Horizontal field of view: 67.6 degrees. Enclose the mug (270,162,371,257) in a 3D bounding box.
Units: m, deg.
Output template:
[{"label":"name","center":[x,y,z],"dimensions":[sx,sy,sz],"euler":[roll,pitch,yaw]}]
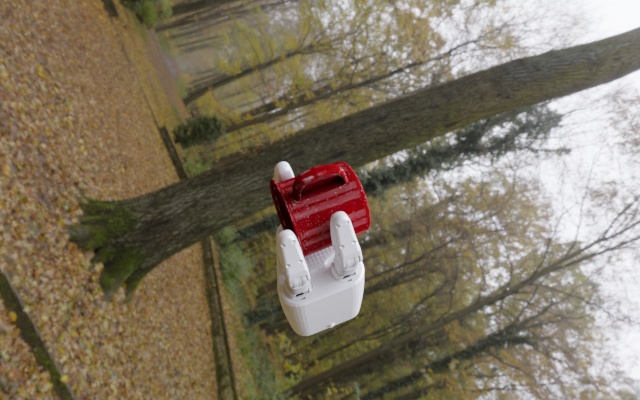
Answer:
[{"label":"mug","center":[0.000,0.001,0.495],"dimensions":[0.081,0.093,0.117],"euler":[-21,-33,-12]}]
